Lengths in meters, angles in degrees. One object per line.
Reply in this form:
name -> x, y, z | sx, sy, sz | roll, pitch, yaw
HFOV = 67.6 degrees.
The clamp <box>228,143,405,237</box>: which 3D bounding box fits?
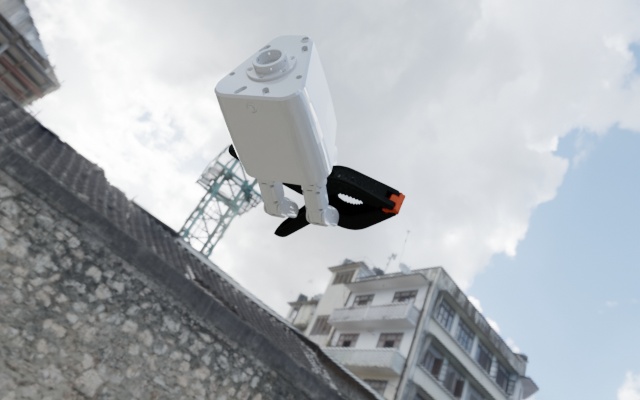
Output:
clamp -> 0.001, 0.001, 0.585 | 0.210, 0.036, 0.165 | 10, -39, 24
